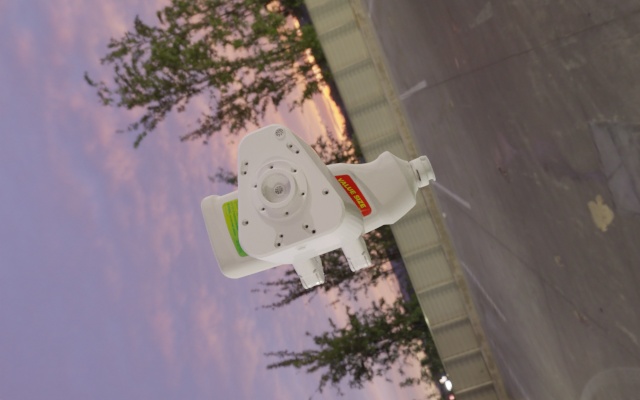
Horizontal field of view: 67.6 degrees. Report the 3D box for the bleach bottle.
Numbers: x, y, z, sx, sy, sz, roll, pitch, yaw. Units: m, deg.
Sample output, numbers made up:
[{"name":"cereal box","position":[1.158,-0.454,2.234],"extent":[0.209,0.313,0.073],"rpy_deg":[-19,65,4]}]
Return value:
[{"name":"bleach bottle","position":[0.000,0.002,0.533],"extent":[0.251,0.102,0.068],"rpy_deg":[-21,-12,8]}]
